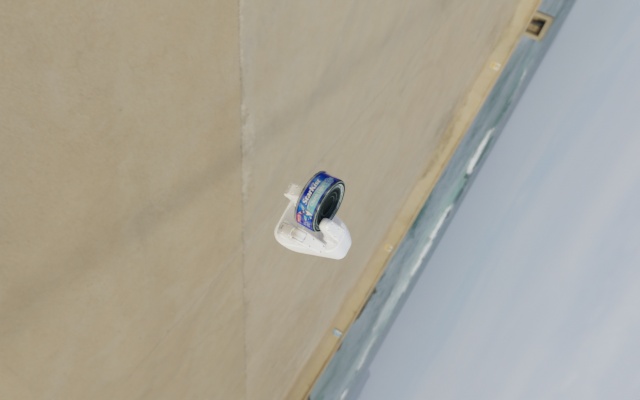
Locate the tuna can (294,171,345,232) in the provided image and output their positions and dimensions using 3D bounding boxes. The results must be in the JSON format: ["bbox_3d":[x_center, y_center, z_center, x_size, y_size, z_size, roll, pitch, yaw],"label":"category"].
[{"bbox_3d":[0.001,0.003,0.689,0.033,0.086,0.086,29,10,20],"label":"tuna can"}]
